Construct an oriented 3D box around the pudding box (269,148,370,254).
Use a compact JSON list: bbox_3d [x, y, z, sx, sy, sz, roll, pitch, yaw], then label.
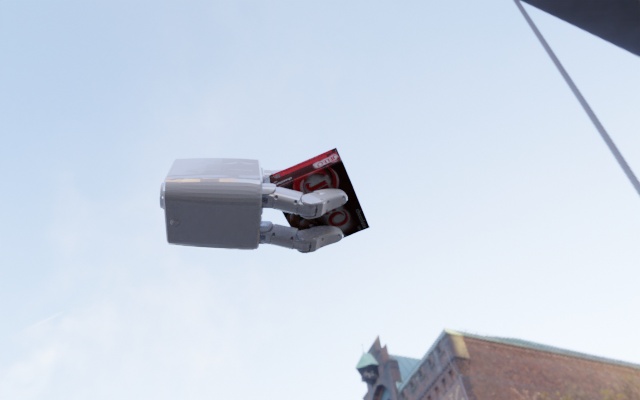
[{"bbox_3d":[0.000,0.002,0.586,0.090,0.114,0.039,-22,38,5],"label":"pudding box"}]
